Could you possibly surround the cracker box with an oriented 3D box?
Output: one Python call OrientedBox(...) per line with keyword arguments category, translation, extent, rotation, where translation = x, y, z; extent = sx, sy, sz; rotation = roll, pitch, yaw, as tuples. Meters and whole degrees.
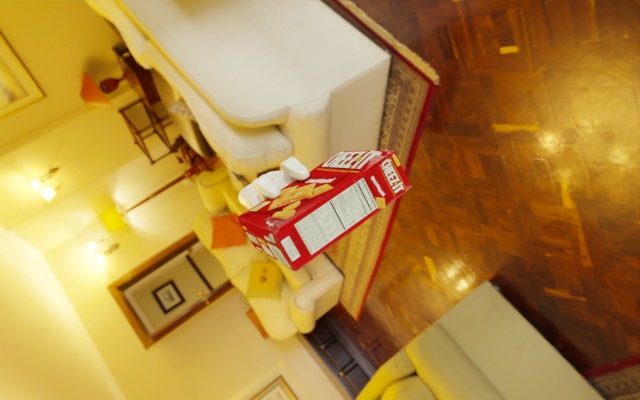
OrientedBox(category="cracker box", translation=(0.000, 0.003, 0.711), extent=(0.213, 0.072, 0.164), rotation=(-35, 19, -19))
